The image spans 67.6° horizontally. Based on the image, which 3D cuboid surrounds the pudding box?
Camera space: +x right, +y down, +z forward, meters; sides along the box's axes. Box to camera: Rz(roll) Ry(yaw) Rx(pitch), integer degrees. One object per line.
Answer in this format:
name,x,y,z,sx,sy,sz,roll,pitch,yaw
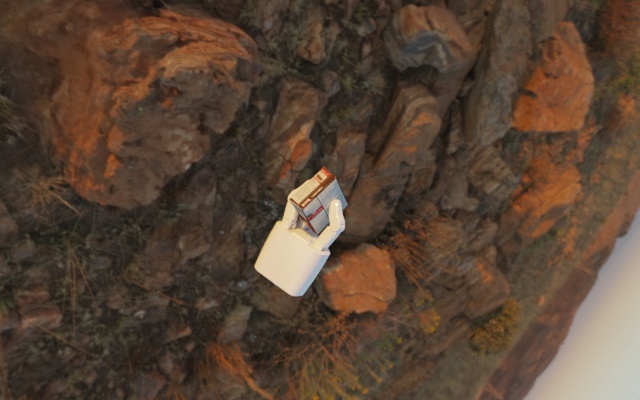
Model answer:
pudding box,0.000,0.003,0.898,0.039,0.090,0.113,41,-11,29
